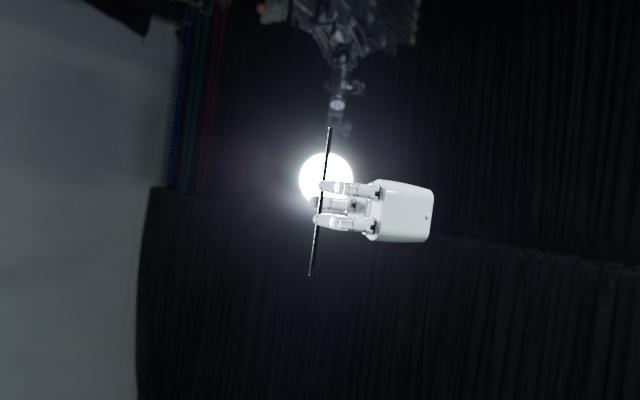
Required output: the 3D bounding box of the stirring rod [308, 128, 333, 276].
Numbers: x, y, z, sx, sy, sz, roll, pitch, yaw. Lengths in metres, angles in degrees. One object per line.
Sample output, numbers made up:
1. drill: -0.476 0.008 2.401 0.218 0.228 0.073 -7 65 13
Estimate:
1. stirring rod: 0.000 0.003 0.771 0.011 0.239 0.011 8 1 0
